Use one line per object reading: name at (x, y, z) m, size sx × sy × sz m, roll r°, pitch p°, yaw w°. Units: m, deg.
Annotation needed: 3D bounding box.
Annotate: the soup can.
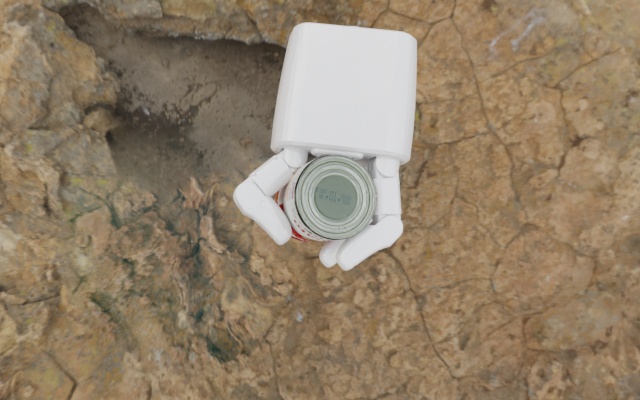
soup can at (0.000, 0.002, 0.411) m, size 0.068 × 0.068 × 0.102 m, roll 0°, pitch -5°, yaw -15°
